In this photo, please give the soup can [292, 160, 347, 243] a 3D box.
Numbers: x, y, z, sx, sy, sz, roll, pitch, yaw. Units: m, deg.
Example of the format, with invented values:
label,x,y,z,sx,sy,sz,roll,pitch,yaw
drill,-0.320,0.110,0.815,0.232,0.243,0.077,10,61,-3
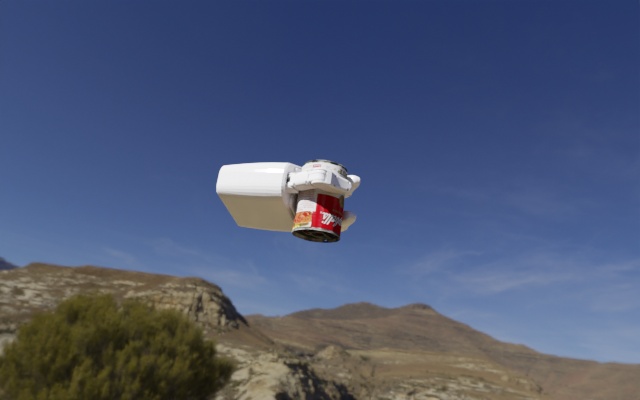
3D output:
label,x,y,z,sx,sy,sz,roll,pitch,yaw
soup can,0.001,0.002,0.675,0.068,0.102,0.068,7,-19,2
